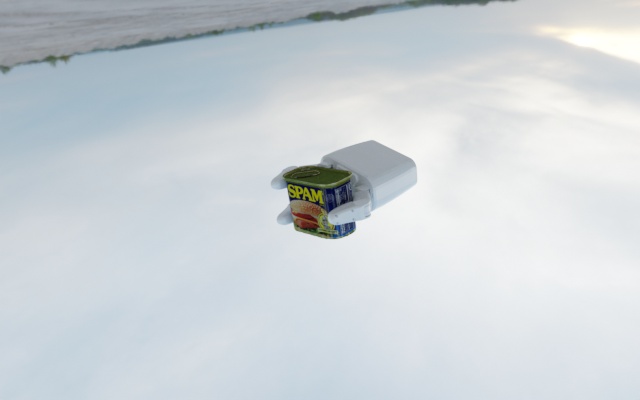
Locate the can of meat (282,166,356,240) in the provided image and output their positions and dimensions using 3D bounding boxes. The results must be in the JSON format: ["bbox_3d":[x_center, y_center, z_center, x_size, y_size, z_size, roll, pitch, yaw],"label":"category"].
[{"bbox_3d":[0.000,0.003,0.669,0.102,0.084,0.057,12,29,43],"label":"can of meat"}]
